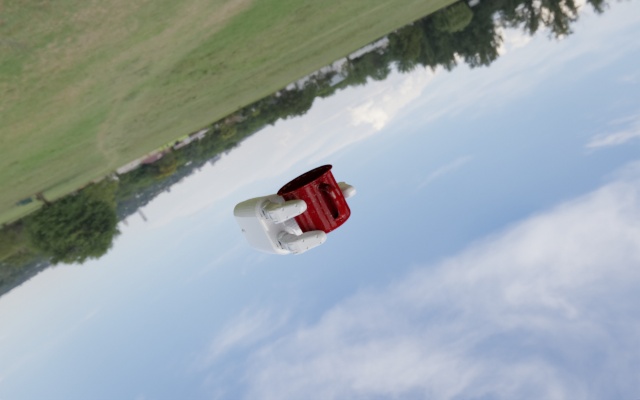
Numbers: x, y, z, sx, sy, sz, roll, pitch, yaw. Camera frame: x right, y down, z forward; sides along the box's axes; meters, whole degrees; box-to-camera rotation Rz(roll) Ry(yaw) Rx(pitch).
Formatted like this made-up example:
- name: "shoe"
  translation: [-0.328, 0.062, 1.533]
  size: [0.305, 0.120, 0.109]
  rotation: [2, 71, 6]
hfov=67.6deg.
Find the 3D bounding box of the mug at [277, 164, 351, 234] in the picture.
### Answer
- name: "mug"
  translation: [0.001, 0.002, 0.704]
  size: [0.093, 0.081, 0.117]
  rotation: [-35, 16, -27]
